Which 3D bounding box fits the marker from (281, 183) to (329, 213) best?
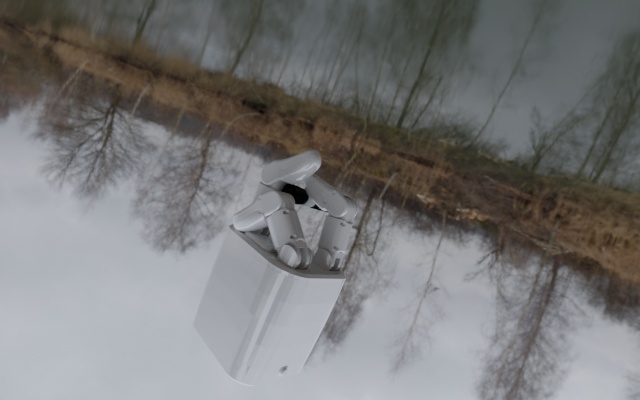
[{"bbox_3d":[0.000,0.002,0.489,0.020,0.020,0.121,0,-9,33],"label":"marker"}]
